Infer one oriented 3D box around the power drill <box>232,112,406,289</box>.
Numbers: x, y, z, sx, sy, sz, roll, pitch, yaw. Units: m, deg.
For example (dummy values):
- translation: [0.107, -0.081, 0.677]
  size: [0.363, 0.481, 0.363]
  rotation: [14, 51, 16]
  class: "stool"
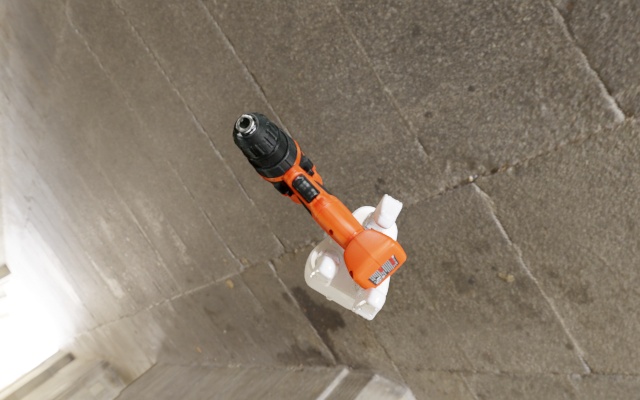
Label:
- translation: [0.000, 0.002, 0.491]
  size: [0.187, 0.057, 0.184]
  rotation: [48, 2, 25]
  class: "power drill"
